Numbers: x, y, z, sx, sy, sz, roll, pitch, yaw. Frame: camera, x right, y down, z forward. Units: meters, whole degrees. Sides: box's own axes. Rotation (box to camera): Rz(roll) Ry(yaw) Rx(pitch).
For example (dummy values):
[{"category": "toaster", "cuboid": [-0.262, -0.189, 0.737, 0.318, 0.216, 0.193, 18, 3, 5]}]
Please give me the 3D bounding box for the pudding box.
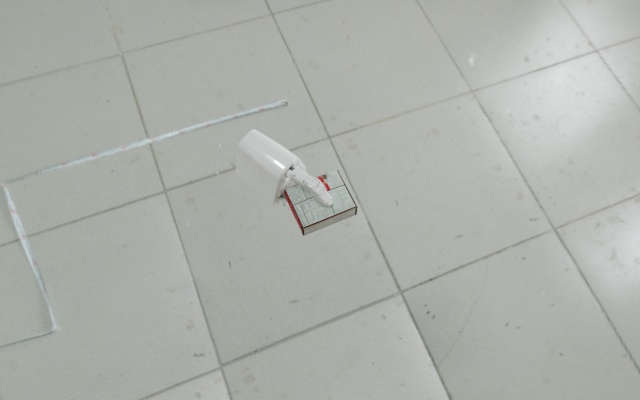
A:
[{"category": "pudding box", "cuboid": [0.000, 0.003, 0.888, 0.113, 0.090, 0.039, -22, -23, -10]}]
